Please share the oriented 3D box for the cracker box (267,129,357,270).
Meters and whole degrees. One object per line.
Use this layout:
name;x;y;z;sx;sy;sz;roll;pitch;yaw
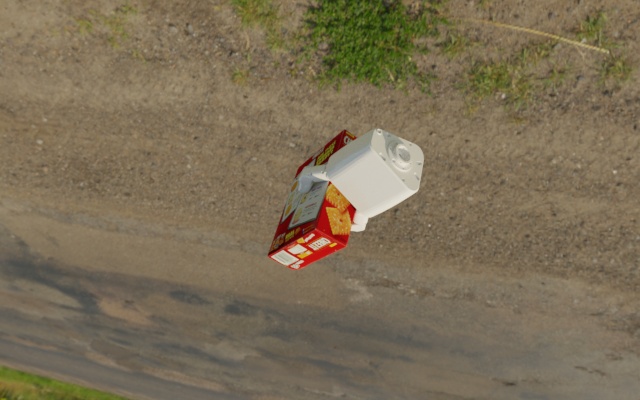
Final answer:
cracker box;0.000;0.003;0.852;0.072;0.213;0.164;31;-36;-20
